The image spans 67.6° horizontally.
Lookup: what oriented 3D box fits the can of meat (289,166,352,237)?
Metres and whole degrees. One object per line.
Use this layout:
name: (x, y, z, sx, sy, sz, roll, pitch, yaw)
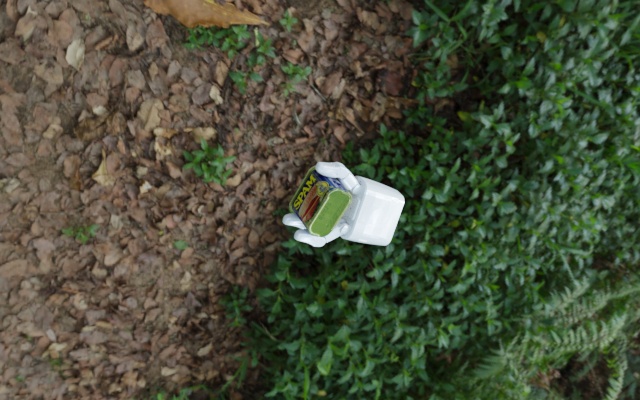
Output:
can of meat: (0.000, 0.003, 0.844, 0.057, 0.102, 0.084, 19, 21, -37)
